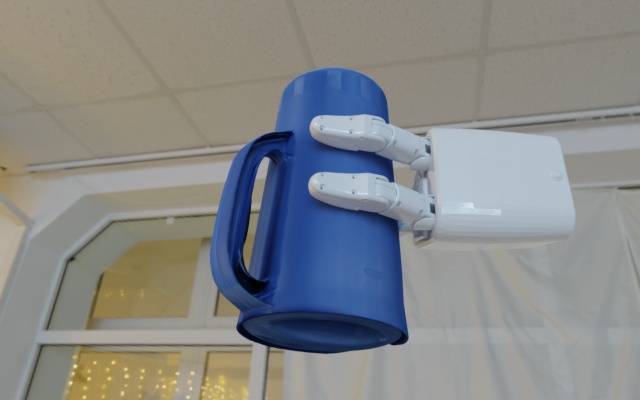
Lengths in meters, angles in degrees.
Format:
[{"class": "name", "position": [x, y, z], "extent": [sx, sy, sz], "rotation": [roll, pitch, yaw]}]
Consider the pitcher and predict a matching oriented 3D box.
[{"class": "pitcher", "position": [0.000, 0.001, 0.417], "extent": [0.145, 0.242, 0.149], "rotation": [2, -28, 2]}]
